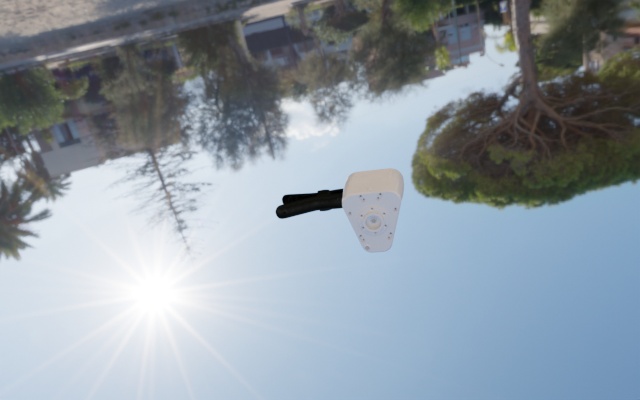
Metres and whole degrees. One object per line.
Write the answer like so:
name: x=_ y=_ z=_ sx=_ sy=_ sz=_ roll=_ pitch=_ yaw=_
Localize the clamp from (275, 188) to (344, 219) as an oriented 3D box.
clamp: x=0.000 y=0.003 z=0.860 sx=0.171 sy=0.039 sz=0.120 roll=-9 pitch=17 yaw=12
